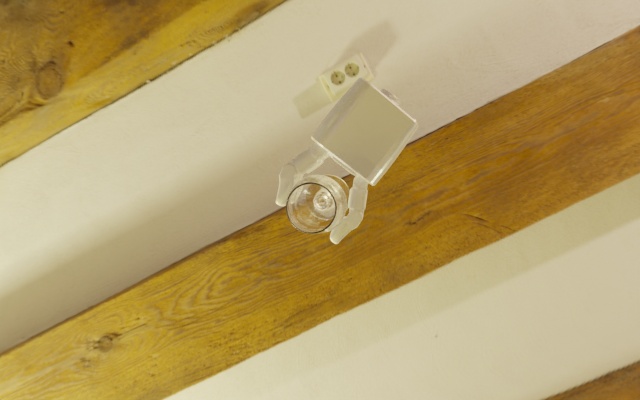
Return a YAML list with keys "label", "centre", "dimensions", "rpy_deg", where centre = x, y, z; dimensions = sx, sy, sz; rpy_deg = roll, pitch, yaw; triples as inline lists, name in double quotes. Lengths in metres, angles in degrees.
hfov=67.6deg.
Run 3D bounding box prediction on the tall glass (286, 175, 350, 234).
- label: "tall glass"
  centre: [0.000, 0.002, 0.667]
  dimensions: [0.079, 0.079, 0.201]
  rpy_deg: [0, 4, 7]
